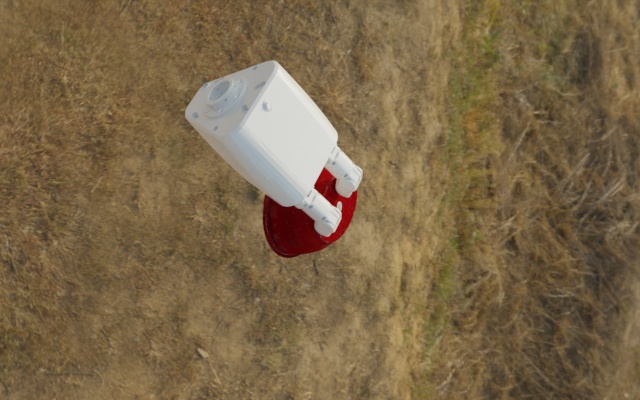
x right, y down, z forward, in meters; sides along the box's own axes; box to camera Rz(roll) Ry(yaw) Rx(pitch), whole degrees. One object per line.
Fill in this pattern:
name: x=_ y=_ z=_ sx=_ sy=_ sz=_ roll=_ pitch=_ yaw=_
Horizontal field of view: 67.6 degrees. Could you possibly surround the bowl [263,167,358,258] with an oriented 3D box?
bowl: x=0.001 y=0.002 z=0.596 sx=0.055 sy=0.162 sz=0.162 roll=16 pitch=8 yaw=30
